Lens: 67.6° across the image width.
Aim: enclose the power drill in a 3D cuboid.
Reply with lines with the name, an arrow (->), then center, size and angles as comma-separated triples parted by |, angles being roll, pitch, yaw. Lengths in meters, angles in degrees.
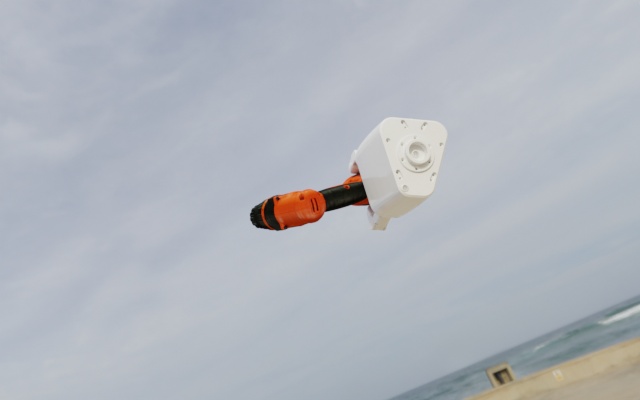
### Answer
power drill -> 0.001, 0.002, 0.731 | 0.187, 0.057, 0.184 | -17, 4, -32
